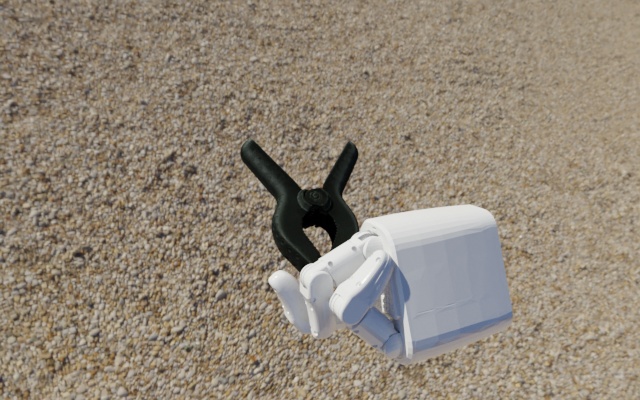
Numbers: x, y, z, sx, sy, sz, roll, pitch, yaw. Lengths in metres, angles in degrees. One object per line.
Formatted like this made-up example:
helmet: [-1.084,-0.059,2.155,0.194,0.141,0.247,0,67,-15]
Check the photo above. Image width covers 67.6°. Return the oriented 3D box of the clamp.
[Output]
clamp: [0.000,0.001,0.448,0.120,0.171,0.039,-12,-33,-15]
